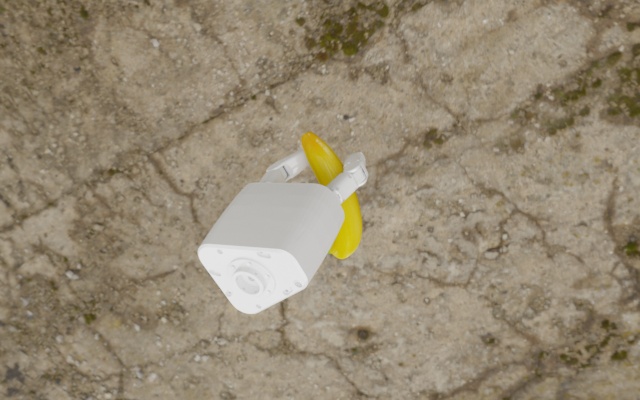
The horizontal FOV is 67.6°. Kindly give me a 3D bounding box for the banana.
[{"bbox_3d":[0.017,0.008,0.584,0.069,0.198,0.037,12,42,23],"label":"banana"}]
